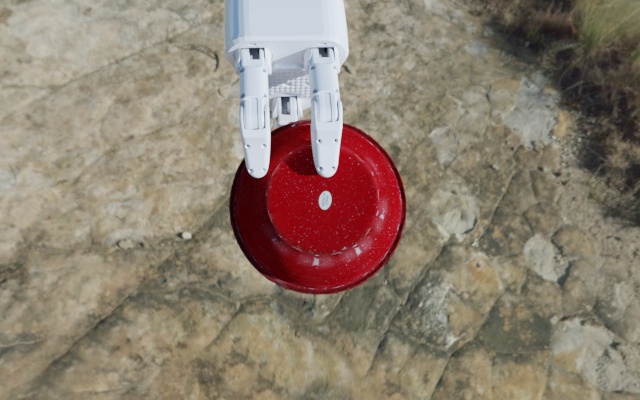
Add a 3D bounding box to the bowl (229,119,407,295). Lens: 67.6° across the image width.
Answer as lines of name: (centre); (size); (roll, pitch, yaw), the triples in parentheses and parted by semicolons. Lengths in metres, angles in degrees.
bowl: (0.000, 0.003, 0.409); (0.162, 0.162, 0.055); (0, -6, -4)
